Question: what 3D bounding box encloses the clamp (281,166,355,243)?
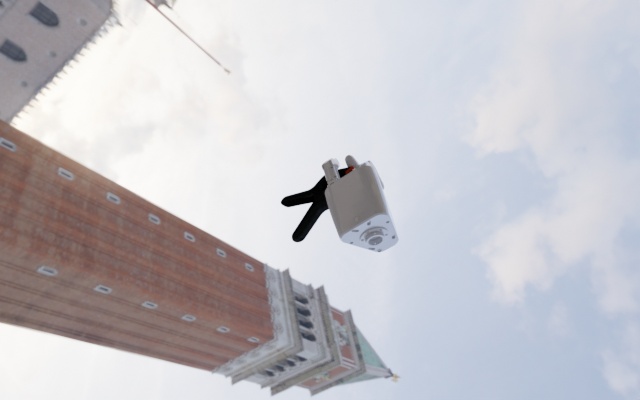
[{"bbox_3d":[0.001,0.003,0.890,0.171,0.120,0.039,-32,-42,20],"label":"clamp"}]
